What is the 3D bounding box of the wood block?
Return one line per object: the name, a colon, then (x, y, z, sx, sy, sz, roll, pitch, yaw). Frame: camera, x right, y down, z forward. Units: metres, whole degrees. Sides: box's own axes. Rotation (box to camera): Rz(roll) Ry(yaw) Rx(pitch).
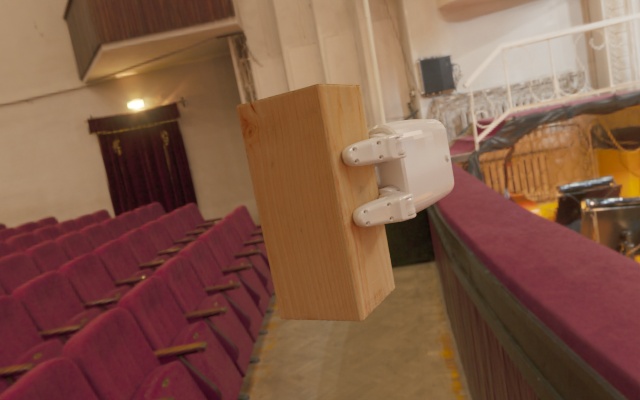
wood block: (0.000, 0.001, 0.461, 0.091, 0.206, 0.090, -7, 8, 30)
